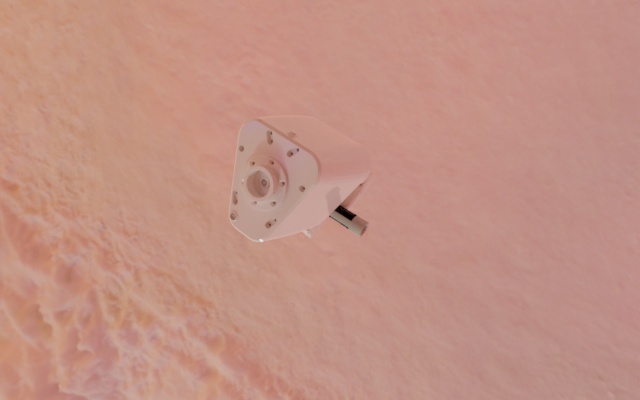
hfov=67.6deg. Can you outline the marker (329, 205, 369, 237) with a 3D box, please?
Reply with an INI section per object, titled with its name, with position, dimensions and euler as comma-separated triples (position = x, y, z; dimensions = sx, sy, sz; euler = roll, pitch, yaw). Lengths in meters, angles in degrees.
[marker]
position = 0.000, 0.002, 0.541
dimensions = 0.121, 0.020, 0.020
euler = 33, 12, 20
